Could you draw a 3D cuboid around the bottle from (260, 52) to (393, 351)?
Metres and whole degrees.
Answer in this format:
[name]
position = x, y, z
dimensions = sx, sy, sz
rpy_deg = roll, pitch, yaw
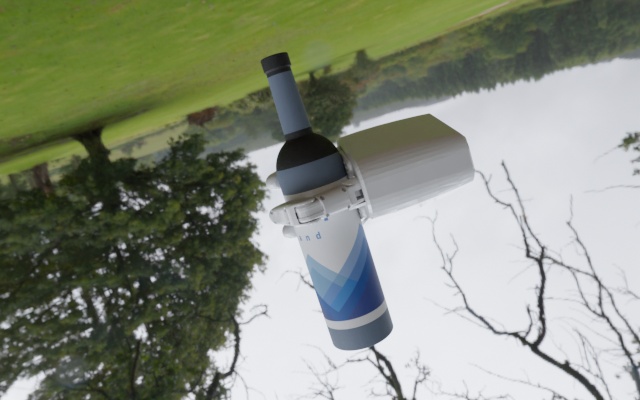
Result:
[bottle]
position = 0.000, 0.002, 0.477
dimensions = 0.069, 0.296, 0.069
rpy_deg = -17, 9, 3
